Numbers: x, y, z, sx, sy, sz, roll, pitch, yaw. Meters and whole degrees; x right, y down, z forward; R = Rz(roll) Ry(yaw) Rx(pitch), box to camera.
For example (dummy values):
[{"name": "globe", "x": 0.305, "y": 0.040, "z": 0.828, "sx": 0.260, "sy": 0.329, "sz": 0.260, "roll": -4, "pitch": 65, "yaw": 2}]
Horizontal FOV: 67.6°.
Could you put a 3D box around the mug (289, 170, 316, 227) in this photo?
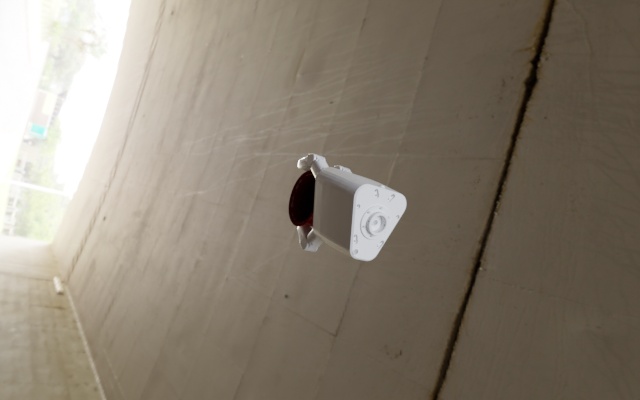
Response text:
[{"name": "mug", "x": 0.000, "y": 0.002, "z": 0.797, "sx": 0.081, "sy": 0.093, "sz": 0.117, "roll": 16, "pitch": 7, "yaw": -31}]
